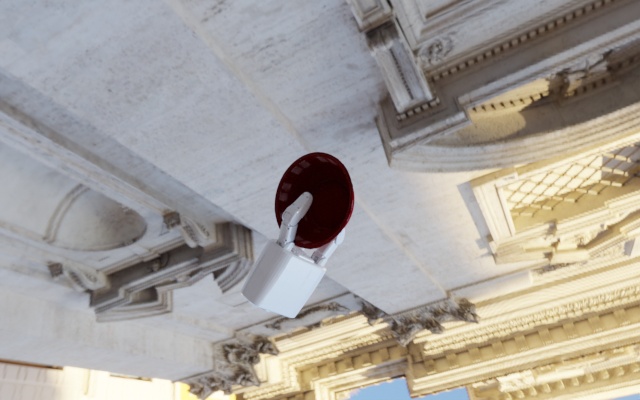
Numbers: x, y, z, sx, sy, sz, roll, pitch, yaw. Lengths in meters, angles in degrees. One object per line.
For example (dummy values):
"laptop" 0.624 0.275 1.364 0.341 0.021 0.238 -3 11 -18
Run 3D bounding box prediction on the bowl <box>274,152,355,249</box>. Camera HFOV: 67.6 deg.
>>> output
"bowl" 0.001 0.002 0.803 0.162 0.162 0.055 0 -8 37
